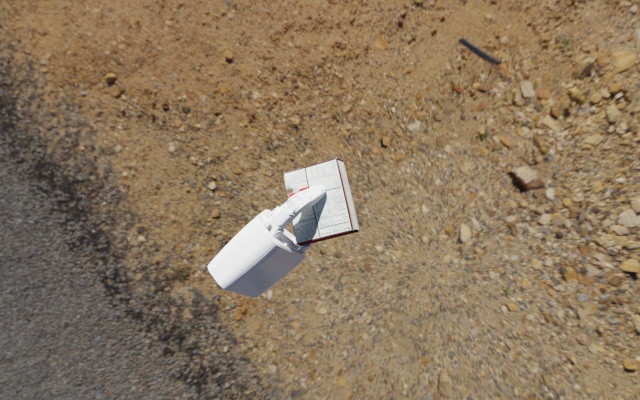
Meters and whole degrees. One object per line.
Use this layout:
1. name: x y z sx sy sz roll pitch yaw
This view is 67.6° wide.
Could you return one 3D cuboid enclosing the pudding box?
1. pudding box: 0.000 0.002 0.700 0.090 0.113 0.039 -14 -8 16
